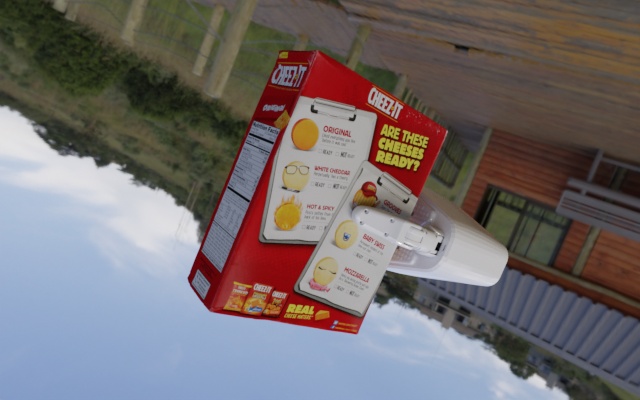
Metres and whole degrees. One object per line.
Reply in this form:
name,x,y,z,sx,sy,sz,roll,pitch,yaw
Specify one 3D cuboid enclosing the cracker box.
cracker box,0.000,0.002,0.425,0.164,0.214,0.072,20,4,-37
